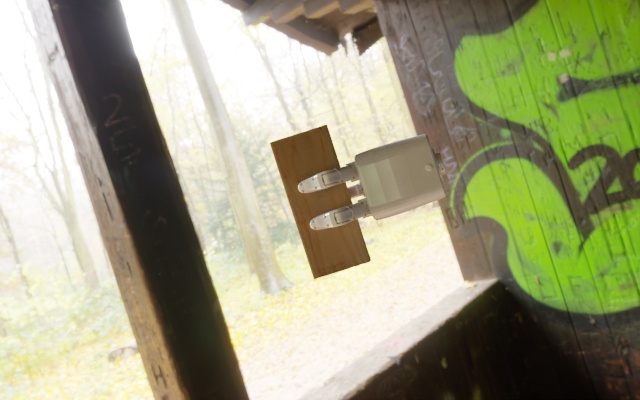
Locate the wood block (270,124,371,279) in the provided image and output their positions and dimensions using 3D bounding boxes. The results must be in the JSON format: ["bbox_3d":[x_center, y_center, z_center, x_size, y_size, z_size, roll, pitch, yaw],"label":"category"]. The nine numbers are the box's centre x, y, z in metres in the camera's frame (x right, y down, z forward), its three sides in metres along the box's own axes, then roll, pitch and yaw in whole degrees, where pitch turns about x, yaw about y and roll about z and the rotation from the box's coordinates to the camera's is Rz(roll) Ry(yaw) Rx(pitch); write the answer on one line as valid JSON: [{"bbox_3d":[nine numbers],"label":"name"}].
[{"bbox_3d":[0.000,0.002,0.724,0.090,0.206,0.091,-18,0,1],"label":"wood block"}]
